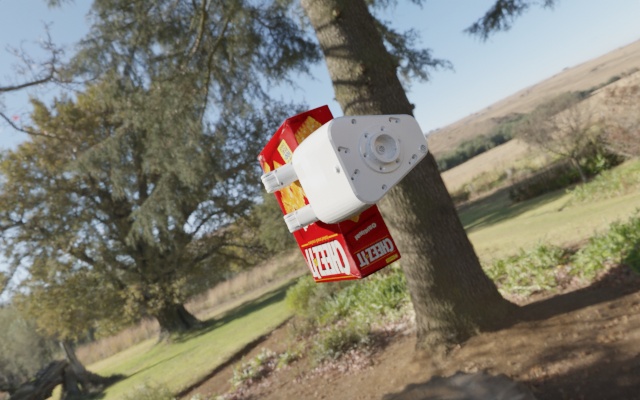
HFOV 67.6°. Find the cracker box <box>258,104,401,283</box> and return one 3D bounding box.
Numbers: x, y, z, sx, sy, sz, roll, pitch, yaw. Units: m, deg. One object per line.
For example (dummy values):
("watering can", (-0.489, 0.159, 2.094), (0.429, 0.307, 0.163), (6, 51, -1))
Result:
("cracker box", (0.000, 0.002, 0.650), (0.072, 0.213, 0.164), (-24, -2, -23))
